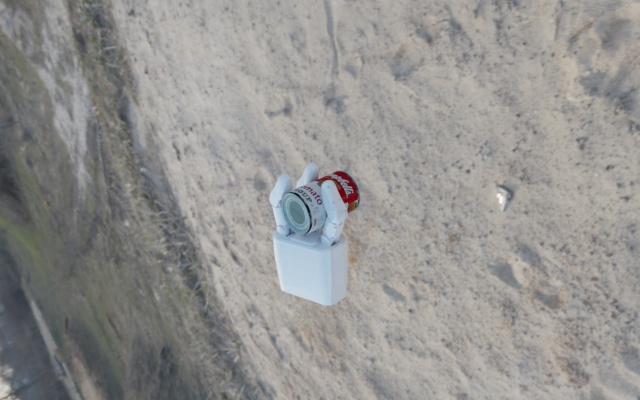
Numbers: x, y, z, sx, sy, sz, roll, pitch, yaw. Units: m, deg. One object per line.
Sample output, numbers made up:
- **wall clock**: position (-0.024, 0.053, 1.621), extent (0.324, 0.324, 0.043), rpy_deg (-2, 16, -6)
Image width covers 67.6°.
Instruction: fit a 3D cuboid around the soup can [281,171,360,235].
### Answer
- **soup can**: position (0.000, 0.002, 0.715), extent (0.102, 0.068, 0.068), rpy_deg (-25, 15, -36)
